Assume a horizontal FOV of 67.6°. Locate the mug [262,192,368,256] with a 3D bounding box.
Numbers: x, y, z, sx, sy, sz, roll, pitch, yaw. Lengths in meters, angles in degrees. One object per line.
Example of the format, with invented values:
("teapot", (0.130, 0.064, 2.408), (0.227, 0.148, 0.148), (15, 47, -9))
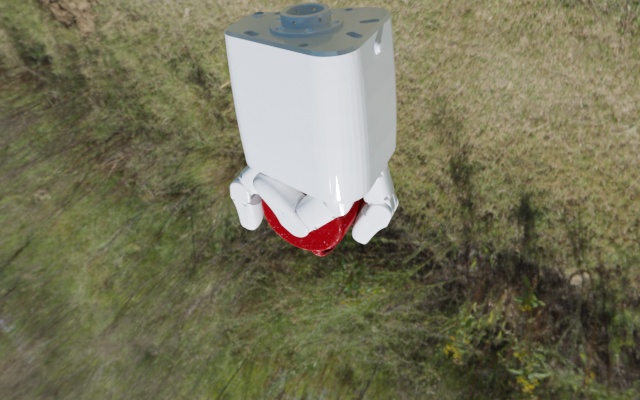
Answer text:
("mug", (0.000, 0.003, 0.447), (0.093, 0.117, 0.081), (12, 40, 23))
